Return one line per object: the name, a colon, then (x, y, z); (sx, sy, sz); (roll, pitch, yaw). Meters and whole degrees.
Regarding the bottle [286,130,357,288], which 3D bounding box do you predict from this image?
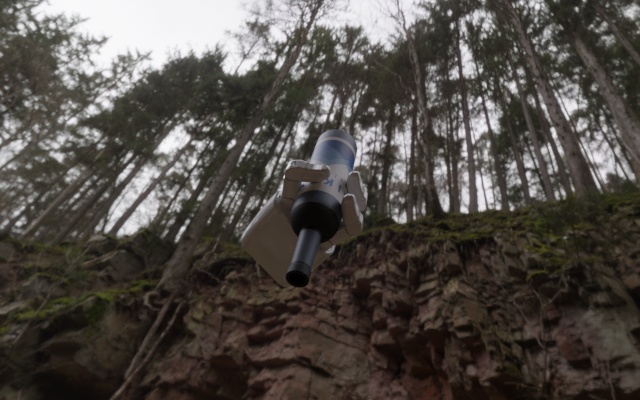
bottle: (0.000, 0.002, 0.654); (0.069, 0.069, 0.295); (0, 36, 13)
